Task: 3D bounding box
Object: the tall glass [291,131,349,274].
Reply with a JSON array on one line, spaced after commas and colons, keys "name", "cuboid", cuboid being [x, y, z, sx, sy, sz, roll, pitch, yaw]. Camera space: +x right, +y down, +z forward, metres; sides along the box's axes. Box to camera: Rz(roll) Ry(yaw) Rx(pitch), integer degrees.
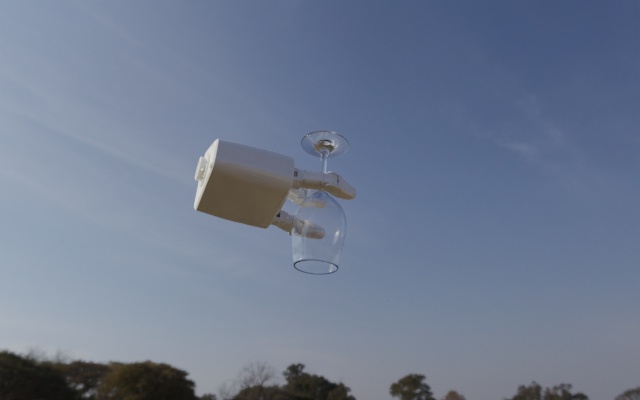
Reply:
[{"name": "tall glass", "cuboid": [0.000, 0.002, 0.693, 0.079, 0.201, 0.079, 3, -26, 1]}]
